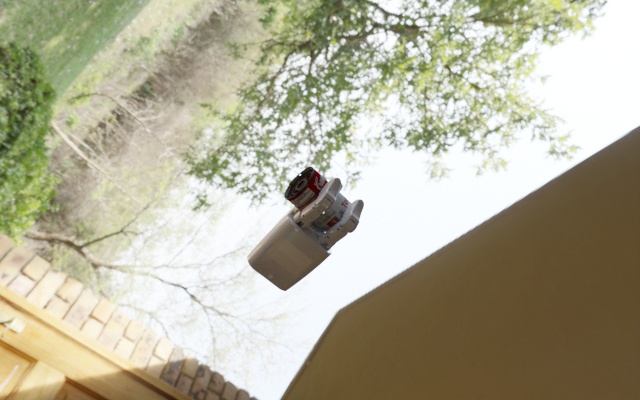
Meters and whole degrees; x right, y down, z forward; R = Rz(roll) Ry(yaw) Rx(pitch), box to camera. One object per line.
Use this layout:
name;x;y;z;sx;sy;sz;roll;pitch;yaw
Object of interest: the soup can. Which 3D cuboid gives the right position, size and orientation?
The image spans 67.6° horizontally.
soup can;0.001;0.002;0.779;0.102;0.068;0.068;42;-17;-20
